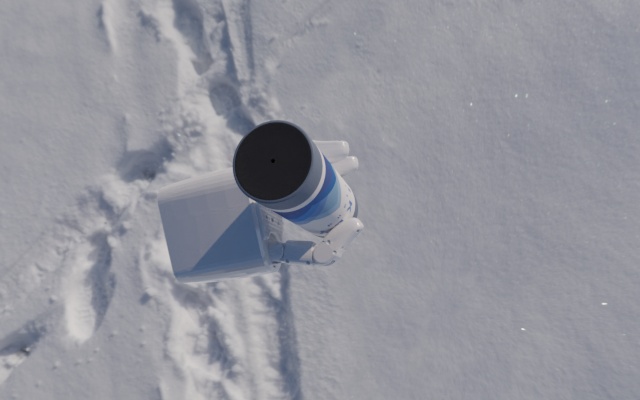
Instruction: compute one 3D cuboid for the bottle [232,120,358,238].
[{"bbox_3d":[0.000,0.002,0.500,0.069,0.069,0.296,0,-12,15],"label":"bottle"}]
